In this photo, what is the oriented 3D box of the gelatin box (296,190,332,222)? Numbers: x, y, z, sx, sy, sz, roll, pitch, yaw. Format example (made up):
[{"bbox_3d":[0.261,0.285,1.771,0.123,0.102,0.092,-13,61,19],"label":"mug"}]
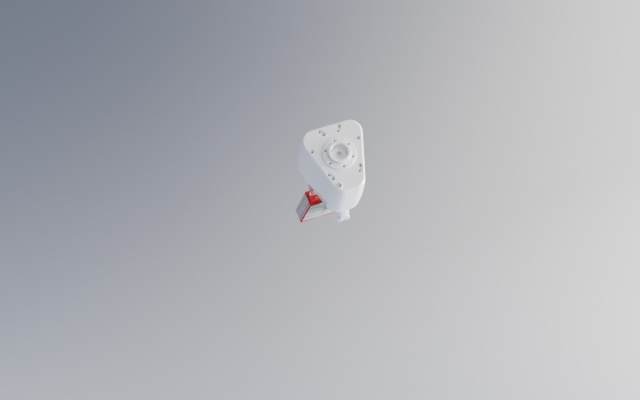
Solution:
[{"bbox_3d":[0.000,0.003,0.863,0.073,0.030,0.089,-17,-18,-21],"label":"gelatin box"}]
